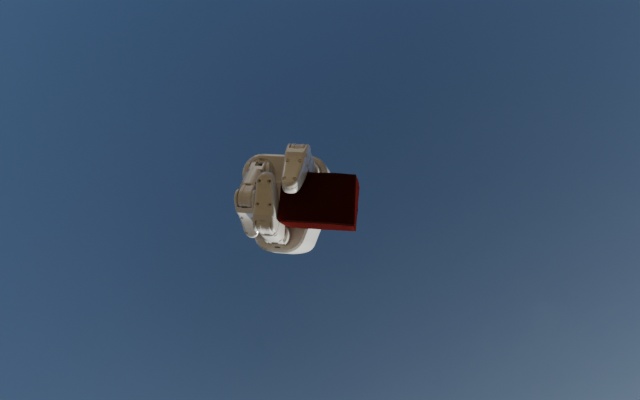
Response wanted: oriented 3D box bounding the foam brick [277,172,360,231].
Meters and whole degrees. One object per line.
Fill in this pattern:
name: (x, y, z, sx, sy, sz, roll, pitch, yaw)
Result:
foam brick: (0.000, 0.002, 0.494, 0.078, 0.053, 0.051, 3, -10, 10)
